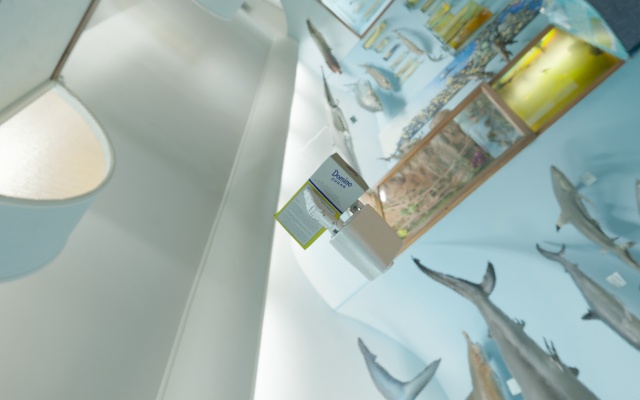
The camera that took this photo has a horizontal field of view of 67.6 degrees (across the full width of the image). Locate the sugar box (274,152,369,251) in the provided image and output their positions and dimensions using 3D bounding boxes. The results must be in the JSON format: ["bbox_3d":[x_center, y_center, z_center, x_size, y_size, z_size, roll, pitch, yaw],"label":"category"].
[{"bbox_3d":[0.000,0.003,0.900,0.176,0.093,0.048,-45,-3,24],"label":"sugar box"}]
